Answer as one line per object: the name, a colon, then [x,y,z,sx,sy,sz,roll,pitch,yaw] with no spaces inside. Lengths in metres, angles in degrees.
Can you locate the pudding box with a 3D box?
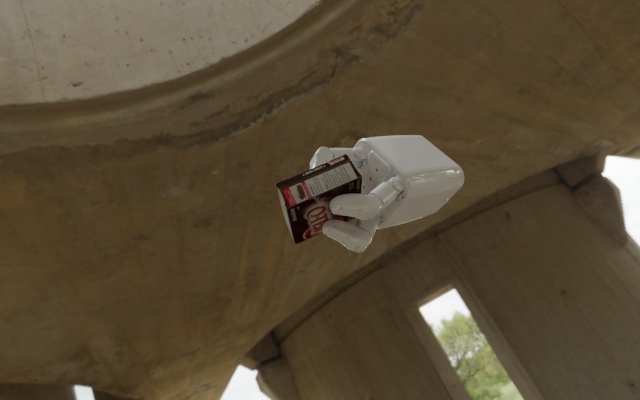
pudding box: [0.000,0.002,0.558,0.090,0.039,0.113,-24,-26,-8]
